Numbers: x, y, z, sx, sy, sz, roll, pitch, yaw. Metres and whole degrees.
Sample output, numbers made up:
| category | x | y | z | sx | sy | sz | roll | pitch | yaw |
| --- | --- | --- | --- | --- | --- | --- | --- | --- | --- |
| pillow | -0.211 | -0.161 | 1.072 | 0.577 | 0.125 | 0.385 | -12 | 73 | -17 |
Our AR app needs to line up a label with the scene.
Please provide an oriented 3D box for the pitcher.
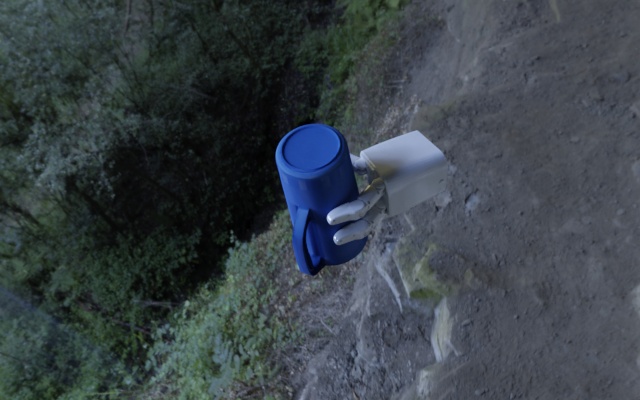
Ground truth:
| category | x | y | z | sx | sy | sz | roll | pitch | yaw |
| --- | --- | --- | --- | --- | --- | --- | --- | --- | --- |
| pitcher | 0.000 | 0.002 | 0.780 | 0.145 | 0.149 | 0.243 | -22 | -37 | -5 |
